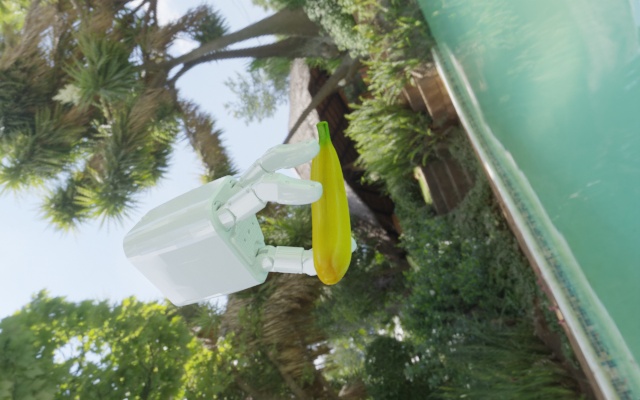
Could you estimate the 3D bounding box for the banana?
[{"bbox_3d":[0.006,0.010,0.470,0.037,0.197,0.070,-16,-43,12],"label":"banana"}]
